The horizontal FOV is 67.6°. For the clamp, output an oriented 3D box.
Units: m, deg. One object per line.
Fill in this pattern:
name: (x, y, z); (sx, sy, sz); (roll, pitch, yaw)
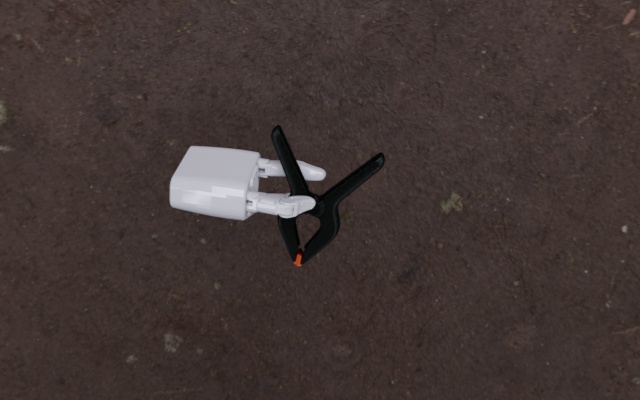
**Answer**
clamp: (0.000, 0.003, 0.706); (0.164, 0.210, 0.036); (9, 21, 3)
